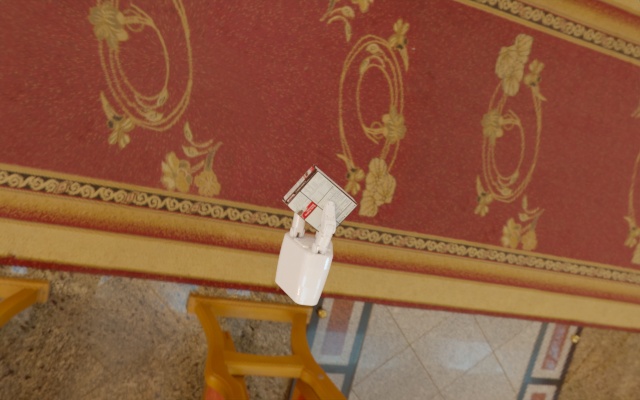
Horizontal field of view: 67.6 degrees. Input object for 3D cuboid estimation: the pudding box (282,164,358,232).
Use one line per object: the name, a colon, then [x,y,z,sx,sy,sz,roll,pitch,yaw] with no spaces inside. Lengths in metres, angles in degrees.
pudding box: [0.000,0.003,0.893,0.113,0.090,0.039,40,5,-25]
